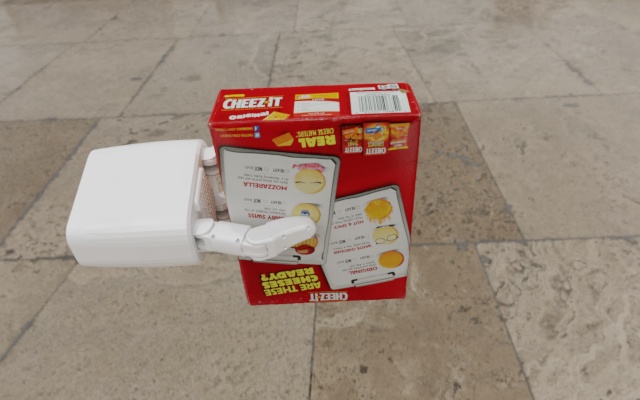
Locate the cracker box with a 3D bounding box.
[{"bbox_3d":[0.000,0.001,0.446,0.164,0.214,0.072,-3,39,2],"label":"cracker box"}]
